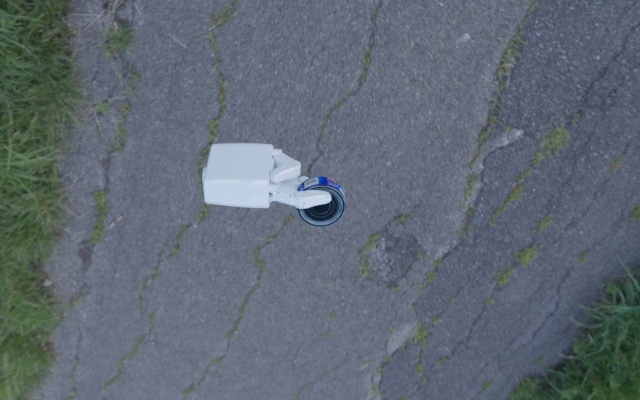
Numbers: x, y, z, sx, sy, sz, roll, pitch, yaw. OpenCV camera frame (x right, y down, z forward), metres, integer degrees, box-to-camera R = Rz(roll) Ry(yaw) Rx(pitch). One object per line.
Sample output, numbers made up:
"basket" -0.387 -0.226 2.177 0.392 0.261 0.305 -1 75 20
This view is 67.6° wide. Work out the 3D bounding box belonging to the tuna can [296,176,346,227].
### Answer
"tuna can" 0.000 0.003 0.813 0.086 0.086 0.033 0 31 -4
